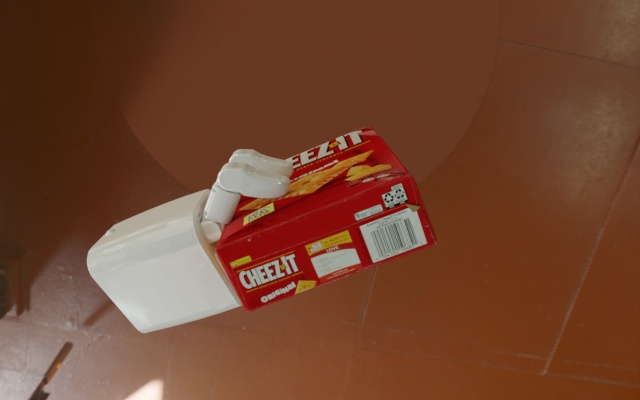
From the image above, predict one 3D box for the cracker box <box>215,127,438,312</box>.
[{"bbox_3d":[0.000,0.002,0.464,0.164,0.072,0.213,-21,18,5],"label":"cracker box"}]
